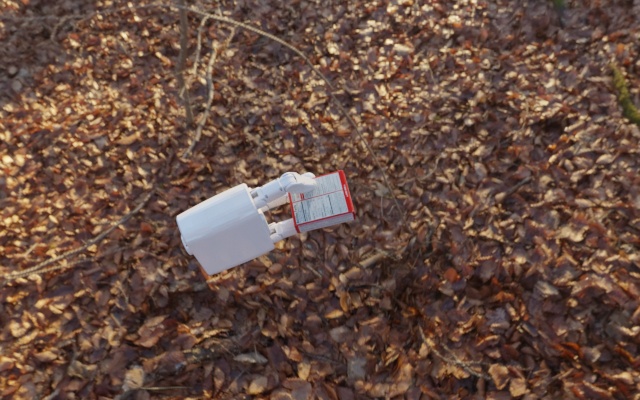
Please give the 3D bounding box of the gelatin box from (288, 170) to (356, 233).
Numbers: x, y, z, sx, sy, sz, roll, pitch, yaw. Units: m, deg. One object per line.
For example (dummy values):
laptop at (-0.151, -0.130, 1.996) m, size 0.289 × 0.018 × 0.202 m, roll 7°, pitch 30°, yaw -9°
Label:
gelatin box at (0.000, 0.002, 0.700) m, size 0.089 × 0.073 × 0.030 m, roll -15°, pitch -30°, yaw 3°
